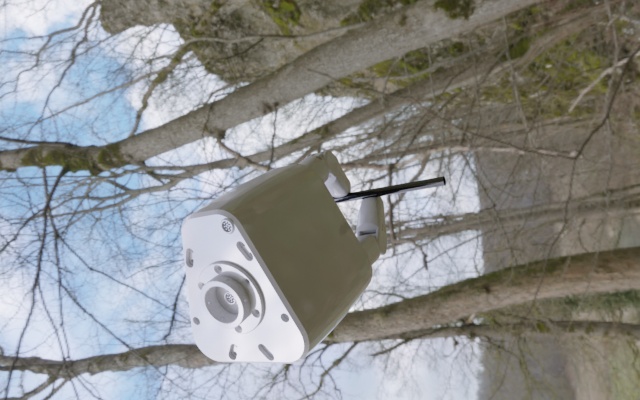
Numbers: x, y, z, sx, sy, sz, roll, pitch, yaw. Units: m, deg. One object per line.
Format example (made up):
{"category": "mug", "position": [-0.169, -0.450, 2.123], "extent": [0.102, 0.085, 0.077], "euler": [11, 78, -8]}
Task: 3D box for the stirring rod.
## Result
{"category": "stirring rod", "position": [0.000, 0.001, 0.458], "extent": [0.239, 0.011, 0.011], "euler": [-10, -5, 29]}
